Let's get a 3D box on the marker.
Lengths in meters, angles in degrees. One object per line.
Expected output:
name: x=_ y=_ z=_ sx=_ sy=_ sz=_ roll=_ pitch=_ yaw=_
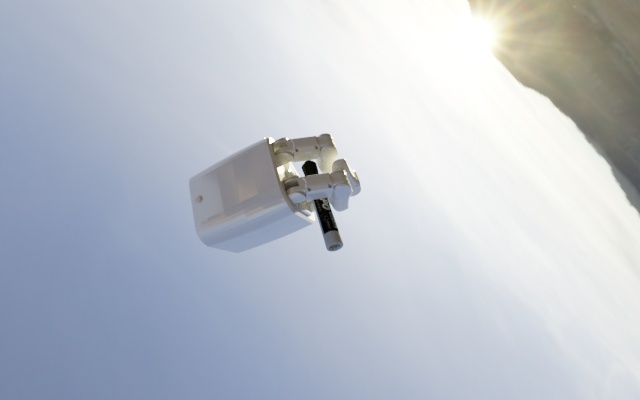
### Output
marker: x=0.000 y=0.002 z=0.538 sx=0.020 sy=0.121 sz=0.020 roll=-12 pitch=-34 yaw=-8
